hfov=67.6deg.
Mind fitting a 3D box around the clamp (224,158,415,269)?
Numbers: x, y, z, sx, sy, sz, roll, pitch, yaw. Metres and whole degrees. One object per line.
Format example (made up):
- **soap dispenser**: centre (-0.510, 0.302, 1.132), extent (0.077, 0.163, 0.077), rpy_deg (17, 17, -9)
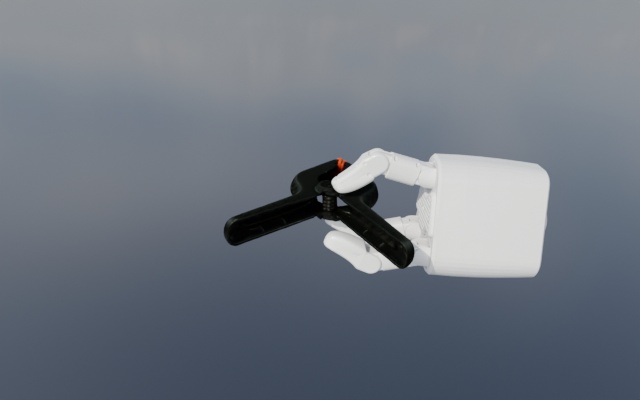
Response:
- **clamp**: centre (0.000, 0.001, 0.486), extent (0.164, 0.036, 0.210), rpy_deg (5, 24, 0)
